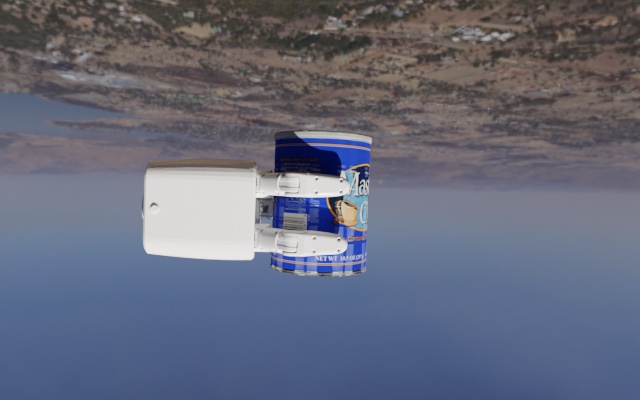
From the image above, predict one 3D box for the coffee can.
[{"bbox_3d":[0.000,0.002,0.507,0.103,0.140,0.103,2,2,0],"label":"coffee can"}]
